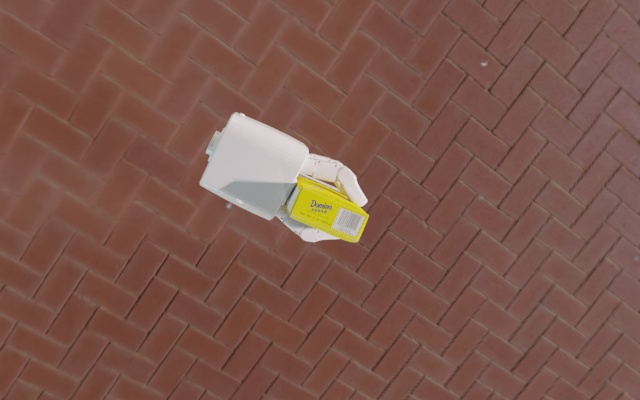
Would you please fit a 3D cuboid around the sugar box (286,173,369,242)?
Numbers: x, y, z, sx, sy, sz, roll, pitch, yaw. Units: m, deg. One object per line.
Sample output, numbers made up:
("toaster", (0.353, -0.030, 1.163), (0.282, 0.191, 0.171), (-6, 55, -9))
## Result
("sugar box", (0.000, 0.002, 0.658), (0.093, 0.048, 0.176), (23, 9, -12))
